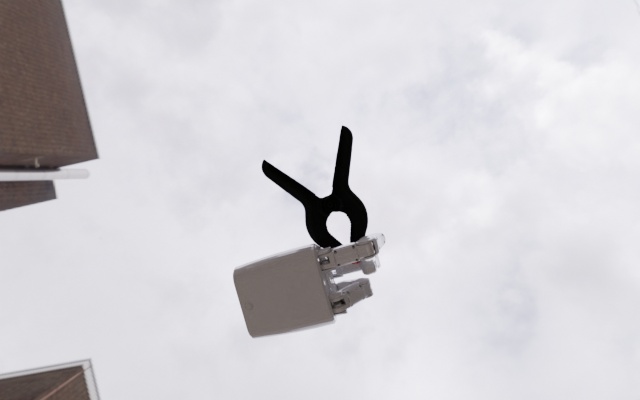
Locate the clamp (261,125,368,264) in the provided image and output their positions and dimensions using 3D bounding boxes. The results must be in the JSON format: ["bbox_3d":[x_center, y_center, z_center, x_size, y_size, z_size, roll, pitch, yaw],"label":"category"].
[{"bbox_3d":[0.000,0.002,0.601,0.120,0.171,0.039,-15,2,6],"label":"clamp"}]
